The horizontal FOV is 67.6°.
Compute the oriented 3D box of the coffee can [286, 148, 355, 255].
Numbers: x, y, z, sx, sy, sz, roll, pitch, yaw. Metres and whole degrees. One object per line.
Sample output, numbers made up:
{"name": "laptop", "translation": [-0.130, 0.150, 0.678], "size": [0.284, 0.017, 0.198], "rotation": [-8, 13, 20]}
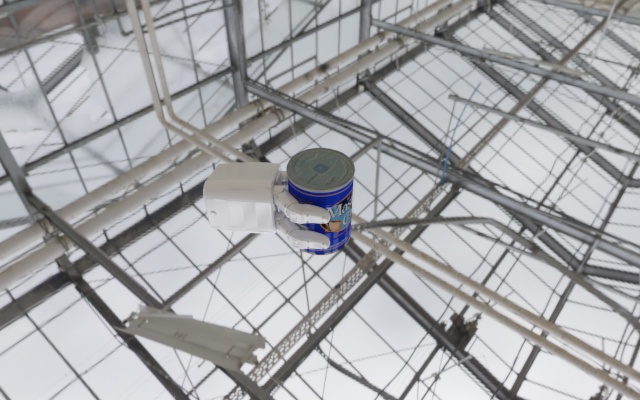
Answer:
{"name": "coffee can", "translation": [0.000, 0.002, 0.757], "size": [0.103, 0.140, 0.102], "rotation": [0, 42, 0]}
